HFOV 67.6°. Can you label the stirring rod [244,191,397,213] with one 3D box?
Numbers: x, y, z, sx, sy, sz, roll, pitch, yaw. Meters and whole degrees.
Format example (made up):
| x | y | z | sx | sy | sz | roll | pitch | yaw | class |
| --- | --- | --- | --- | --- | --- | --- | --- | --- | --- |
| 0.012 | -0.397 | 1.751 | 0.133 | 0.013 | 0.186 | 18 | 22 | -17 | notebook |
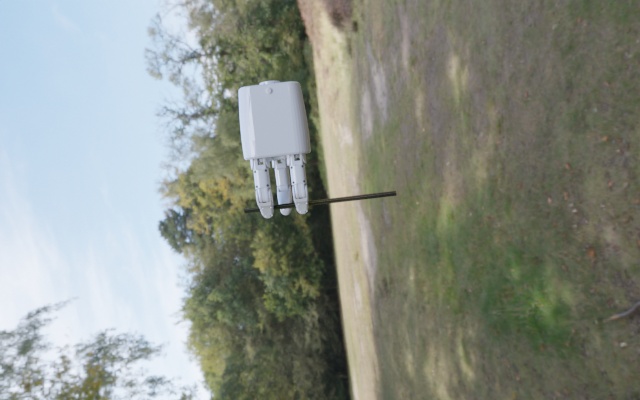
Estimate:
| x | y | z | sx | sy | sz | roll | pitch | yaw | class |
| --- | --- | --- | --- | --- | --- | --- | --- | --- | --- |
| 0.000 | 0.002 | 0.753 | 0.239 | 0.011 | 0.011 | -7 | 0 | -1 | stirring rod |
